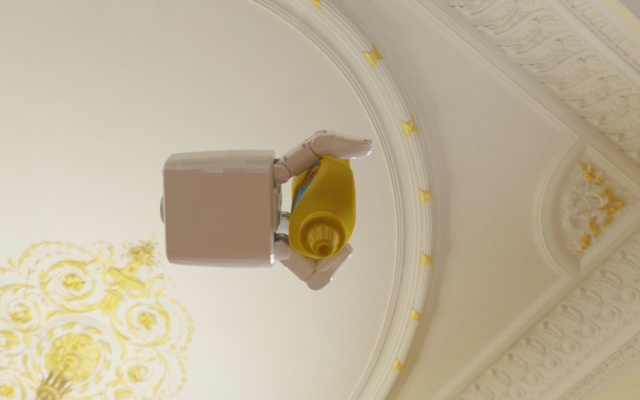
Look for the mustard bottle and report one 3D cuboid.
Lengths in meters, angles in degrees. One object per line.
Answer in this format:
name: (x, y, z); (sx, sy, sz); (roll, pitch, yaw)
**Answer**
mustard bottle: (0.000, 0.002, 0.475); (0.058, 0.096, 0.191); (23, 21, -10)
